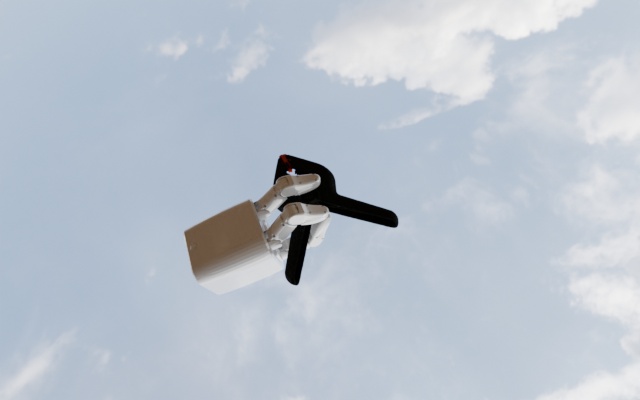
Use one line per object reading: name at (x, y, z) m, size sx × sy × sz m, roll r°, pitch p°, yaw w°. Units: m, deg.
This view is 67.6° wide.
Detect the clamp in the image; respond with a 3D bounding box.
clamp at (0.000, 0.002, 0.670) m, size 0.164 × 0.209 × 0.036 m, roll -23°, pitch -39°, yaw -3°
